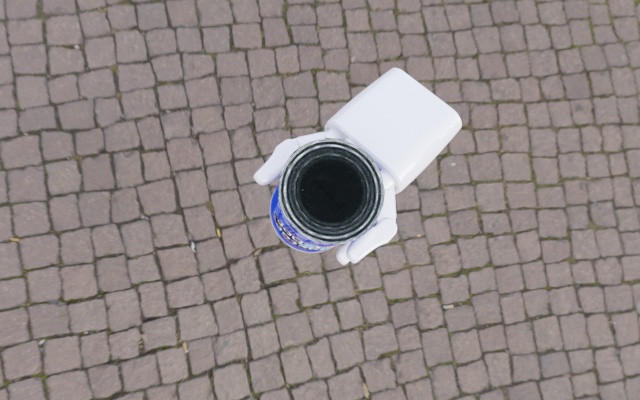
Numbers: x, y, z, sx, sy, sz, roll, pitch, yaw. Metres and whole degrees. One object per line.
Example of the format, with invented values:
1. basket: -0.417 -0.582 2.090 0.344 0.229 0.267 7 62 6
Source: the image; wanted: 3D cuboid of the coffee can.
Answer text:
1. coffee can: 0.000 0.002 0.515 0.103 0.103 0.140 0 -9 -9
